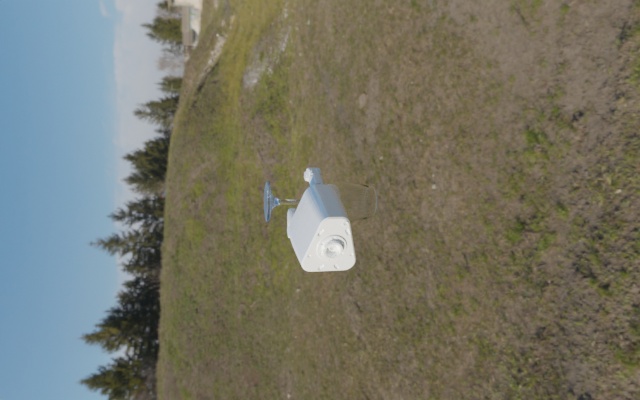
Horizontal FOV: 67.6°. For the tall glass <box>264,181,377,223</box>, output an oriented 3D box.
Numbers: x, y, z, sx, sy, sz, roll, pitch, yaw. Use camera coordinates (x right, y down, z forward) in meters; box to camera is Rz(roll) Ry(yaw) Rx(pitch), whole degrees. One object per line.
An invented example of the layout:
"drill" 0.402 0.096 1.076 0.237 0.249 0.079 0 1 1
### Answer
"tall glass" -0.001 0.003 0.883 0.201 0.079 0.079 0 0 -15
